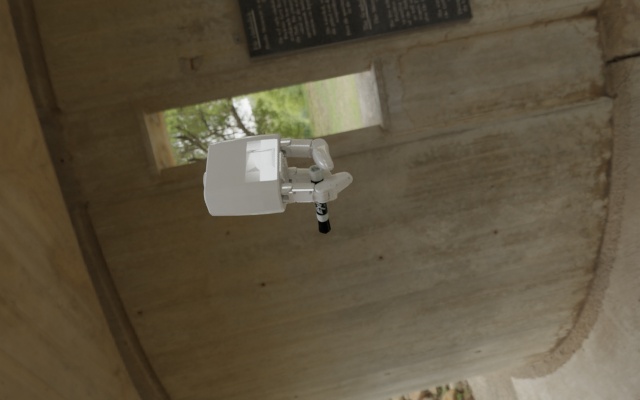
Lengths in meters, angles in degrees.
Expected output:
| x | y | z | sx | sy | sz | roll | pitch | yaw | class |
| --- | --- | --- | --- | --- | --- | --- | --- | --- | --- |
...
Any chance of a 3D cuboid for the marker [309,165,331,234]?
| x | y | z | sx | sy | sz | roll | pitch | yaw | class |
| --- | --- | --- | --- | --- | --- | --- | --- | --- | --- |
| 0.000 | 0.002 | 0.687 | 0.020 | 0.121 | 0.020 | -5 | 41 | 4 | marker |
